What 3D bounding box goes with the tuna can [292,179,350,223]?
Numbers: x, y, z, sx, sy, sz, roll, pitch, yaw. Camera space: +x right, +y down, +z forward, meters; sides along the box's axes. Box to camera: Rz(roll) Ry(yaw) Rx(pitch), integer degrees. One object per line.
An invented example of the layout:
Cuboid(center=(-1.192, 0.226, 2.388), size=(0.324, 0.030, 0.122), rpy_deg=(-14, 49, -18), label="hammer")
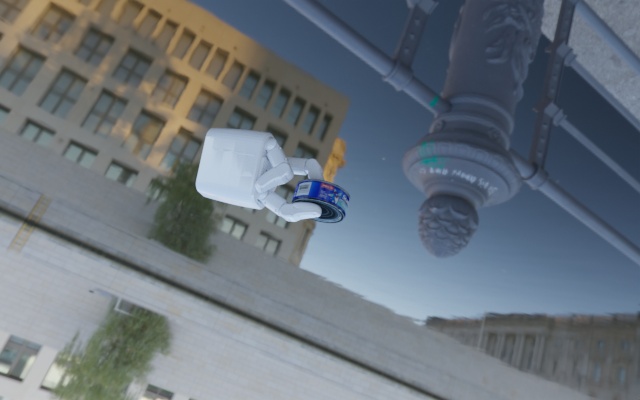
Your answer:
Cuboid(center=(0.000, 0.003, 0.727), size=(0.086, 0.033, 0.086), rpy_deg=(13, -24, 6), label="tuna can")
